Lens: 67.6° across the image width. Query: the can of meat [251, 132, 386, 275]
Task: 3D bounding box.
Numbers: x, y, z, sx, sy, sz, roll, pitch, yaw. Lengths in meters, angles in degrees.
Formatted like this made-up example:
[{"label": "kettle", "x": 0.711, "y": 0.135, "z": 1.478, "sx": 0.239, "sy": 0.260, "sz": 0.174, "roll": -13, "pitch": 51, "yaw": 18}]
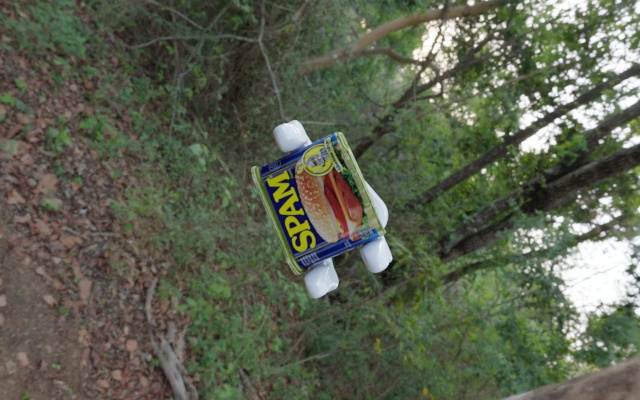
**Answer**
[{"label": "can of meat", "x": 0.000, "y": 0.001, "z": 0.416, "sx": 0.084, "sy": 0.102, "sz": 0.057, "roll": -24, "pitch": -7, "yaw": 8}]
